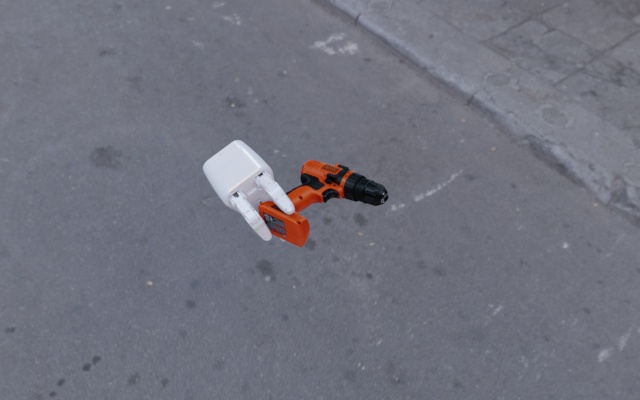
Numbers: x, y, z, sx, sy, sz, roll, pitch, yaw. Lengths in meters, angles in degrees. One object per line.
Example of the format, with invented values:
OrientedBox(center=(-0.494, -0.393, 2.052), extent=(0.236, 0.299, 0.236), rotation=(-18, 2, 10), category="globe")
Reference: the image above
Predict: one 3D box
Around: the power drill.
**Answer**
OrientedBox(center=(0.000, 0.003, 0.833), extent=(0.184, 0.057, 0.187), rotation=(20, 42, 35), category="power drill")
